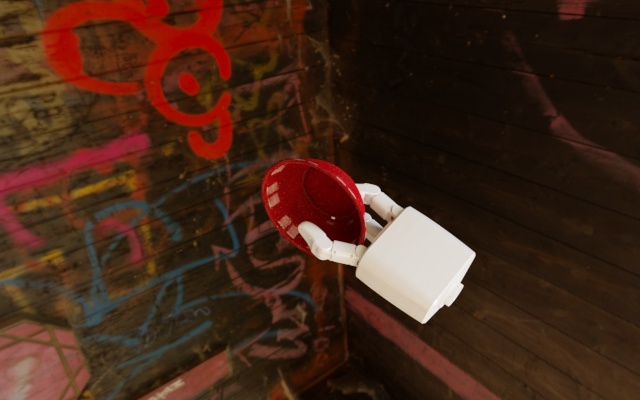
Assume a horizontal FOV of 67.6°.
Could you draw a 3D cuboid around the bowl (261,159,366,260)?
[{"bbox_3d":[-0.001,0.001,0.648,0.162,0.162,0.055,0,34,36],"label":"bowl"}]
